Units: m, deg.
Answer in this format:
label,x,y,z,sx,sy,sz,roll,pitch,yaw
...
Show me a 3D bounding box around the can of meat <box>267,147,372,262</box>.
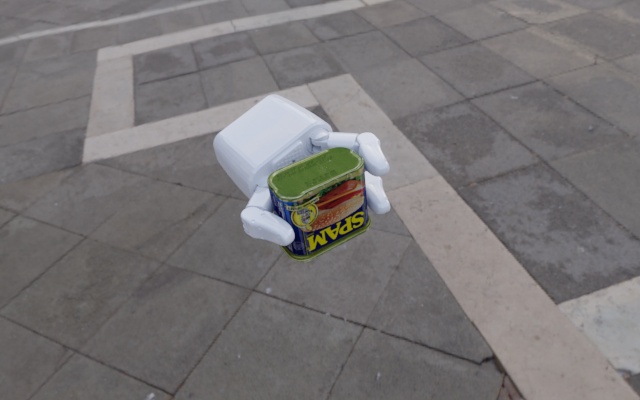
label,x,y,z,sx,sy,sz,roll,pitch,yaw
can of meat,0.000,0.001,0.490,0.102,0.084,0.057,-25,42,-20
